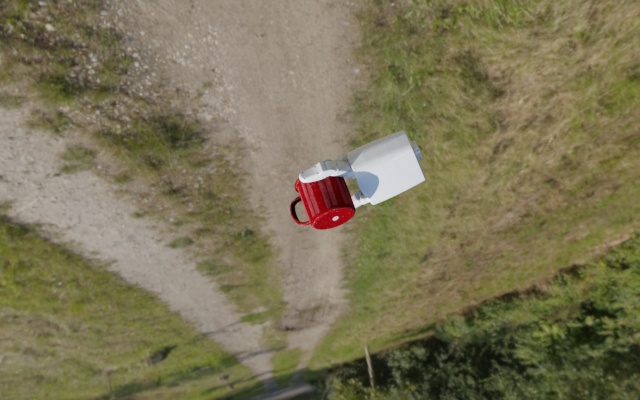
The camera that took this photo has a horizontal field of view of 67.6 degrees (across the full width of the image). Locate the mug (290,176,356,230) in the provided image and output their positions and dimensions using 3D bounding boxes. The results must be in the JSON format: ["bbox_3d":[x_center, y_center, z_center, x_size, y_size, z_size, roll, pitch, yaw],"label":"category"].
[{"bbox_3d":[-0.001,0.003,0.823,0.117,0.081,0.093,-26,-25,13],"label":"mug"}]
